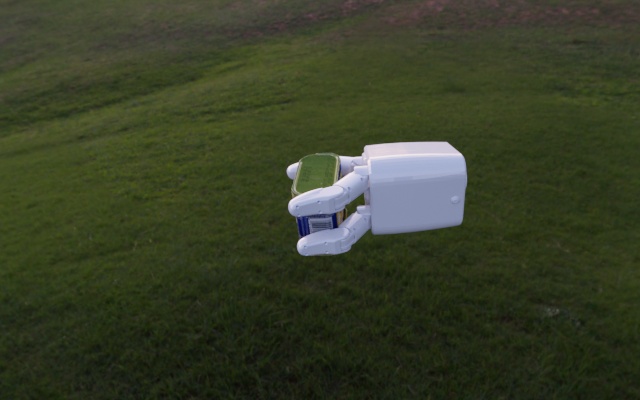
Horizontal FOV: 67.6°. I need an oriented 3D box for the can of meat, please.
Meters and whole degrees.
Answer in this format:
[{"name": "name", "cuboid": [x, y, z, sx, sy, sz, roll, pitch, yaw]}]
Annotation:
[{"name": "can of meat", "cuboid": [0.000, 0.002, 0.575, 0.057, 0.084, 0.102, -2, 34, 7]}]
